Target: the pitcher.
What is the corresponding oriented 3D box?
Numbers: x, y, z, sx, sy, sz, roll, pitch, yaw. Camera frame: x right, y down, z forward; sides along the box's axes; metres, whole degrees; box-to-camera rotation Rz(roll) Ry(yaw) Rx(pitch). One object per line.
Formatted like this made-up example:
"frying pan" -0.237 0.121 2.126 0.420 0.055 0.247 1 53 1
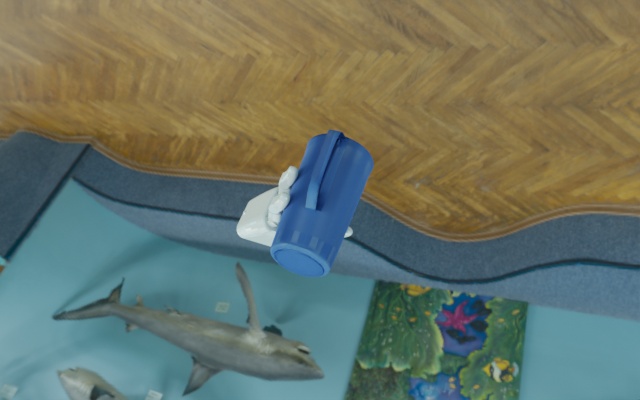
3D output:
"pitcher" 0.000 0.003 0.848 0.149 0.242 0.145 39 -34 -28
